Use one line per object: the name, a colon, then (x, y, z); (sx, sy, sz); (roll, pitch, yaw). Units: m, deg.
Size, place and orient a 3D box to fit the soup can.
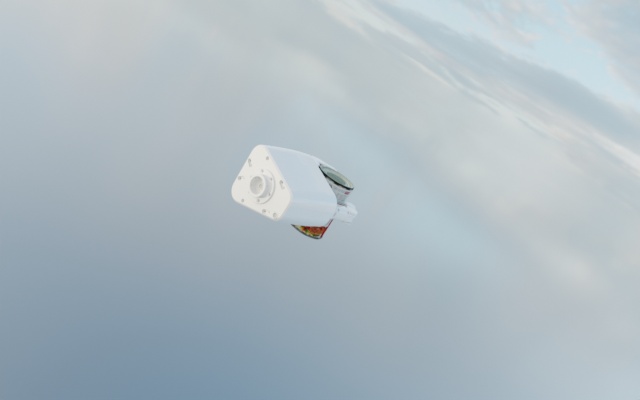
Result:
soup can: (0.001, 0.002, 0.773); (0.068, 0.102, 0.068); (30, 17, -10)
